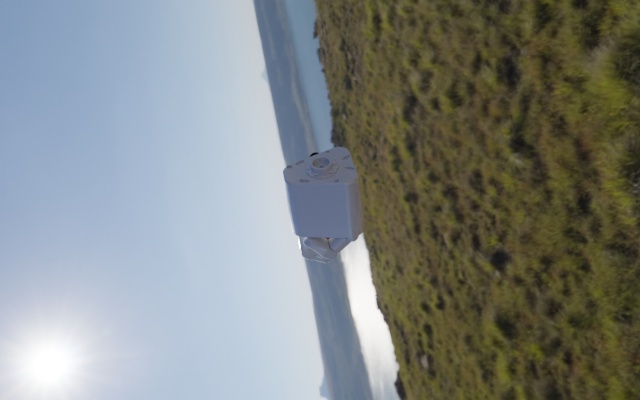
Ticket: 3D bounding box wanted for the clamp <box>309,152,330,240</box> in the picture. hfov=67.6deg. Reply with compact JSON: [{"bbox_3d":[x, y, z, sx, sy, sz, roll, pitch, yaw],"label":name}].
[{"bbox_3d":[0.000,0.003,0.822,0.039,0.120,0.171,-11,41,-3],"label":"clamp"}]
